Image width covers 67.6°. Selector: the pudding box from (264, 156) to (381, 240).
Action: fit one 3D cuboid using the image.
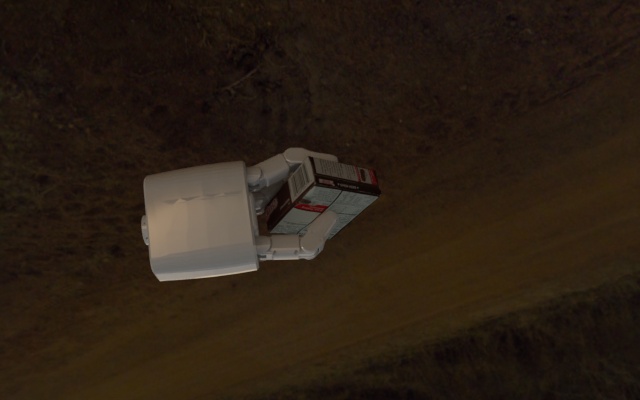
[{"bbox_3d":[0.000,0.002,0.544,0.090,0.039,0.113,8,-33,-31],"label":"pudding box"}]
